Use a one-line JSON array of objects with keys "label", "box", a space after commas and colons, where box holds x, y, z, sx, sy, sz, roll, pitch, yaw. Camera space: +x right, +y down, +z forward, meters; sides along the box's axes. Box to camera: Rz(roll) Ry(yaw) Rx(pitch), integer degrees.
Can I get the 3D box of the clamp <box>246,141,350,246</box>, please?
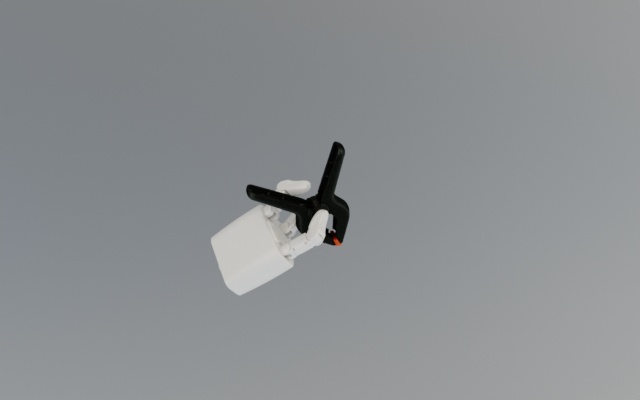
[{"label": "clamp", "box": [0.000, 0.004, 0.786, 0.164, 0.036, 0.210, -30, -46, 10]}]
